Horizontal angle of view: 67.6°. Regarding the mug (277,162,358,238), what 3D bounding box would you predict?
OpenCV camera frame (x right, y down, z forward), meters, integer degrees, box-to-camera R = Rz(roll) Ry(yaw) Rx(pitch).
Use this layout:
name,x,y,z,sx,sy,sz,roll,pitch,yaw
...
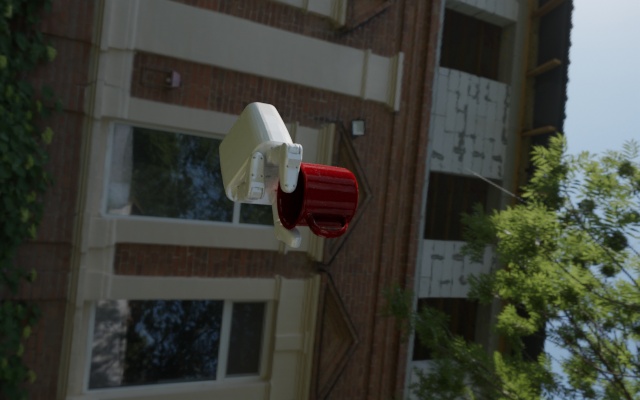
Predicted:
name,x,y,z,sx,sy,sz,roll,pitch,yaw
mug,0.001,0.003,0.624,0.081,0.093,0.117,5,40,-27
